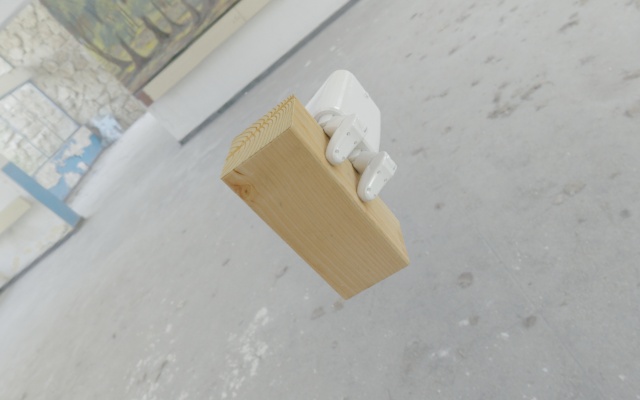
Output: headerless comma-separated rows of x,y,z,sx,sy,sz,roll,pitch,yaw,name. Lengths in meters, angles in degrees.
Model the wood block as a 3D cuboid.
0.000,0.002,0.523,0.091,0.206,0.090,-33,28,19,wood block
